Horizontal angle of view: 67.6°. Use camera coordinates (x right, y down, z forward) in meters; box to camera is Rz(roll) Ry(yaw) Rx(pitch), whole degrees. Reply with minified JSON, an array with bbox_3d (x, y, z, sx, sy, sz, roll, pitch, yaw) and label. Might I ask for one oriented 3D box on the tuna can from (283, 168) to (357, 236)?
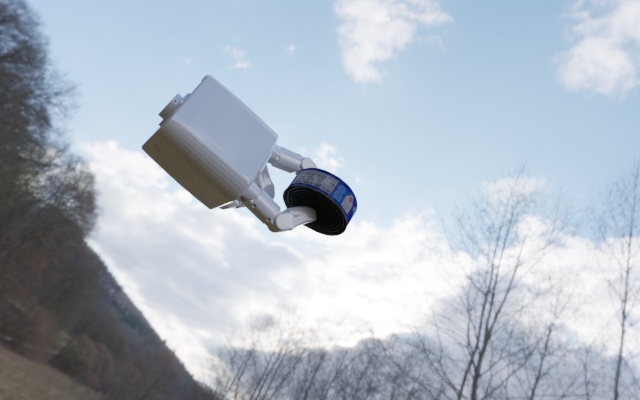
[{"bbox_3d":[0.000,0.001,0.568,0.086,0.033,0.086,23,-33,16],"label":"tuna can"}]
